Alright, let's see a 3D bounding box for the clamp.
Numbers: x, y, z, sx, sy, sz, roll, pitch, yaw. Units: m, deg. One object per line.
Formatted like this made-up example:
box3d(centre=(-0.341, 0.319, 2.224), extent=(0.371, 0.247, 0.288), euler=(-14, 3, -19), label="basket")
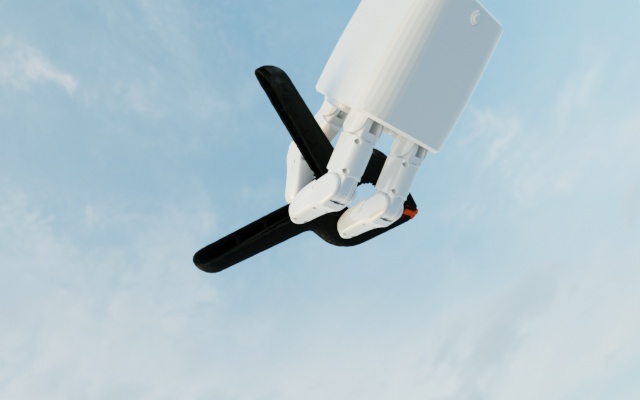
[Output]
box3d(centre=(0.000, 0.001, 0.411), extent=(0.210, 0.164, 0.036), euler=(19, 13, -40), label="clamp")
